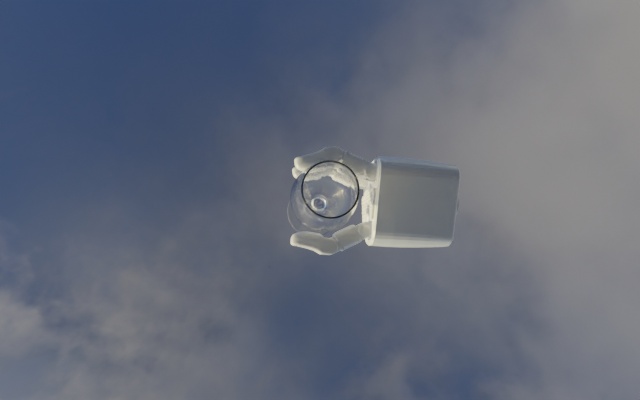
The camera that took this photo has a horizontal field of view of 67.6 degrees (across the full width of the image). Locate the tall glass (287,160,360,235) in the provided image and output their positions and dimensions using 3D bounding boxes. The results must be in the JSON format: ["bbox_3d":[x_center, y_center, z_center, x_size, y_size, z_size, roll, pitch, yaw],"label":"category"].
[{"bbox_3d":[0.000,0.002,0.593,0.079,0.079,0.201,0,-8,-6],"label":"tall glass"}]
